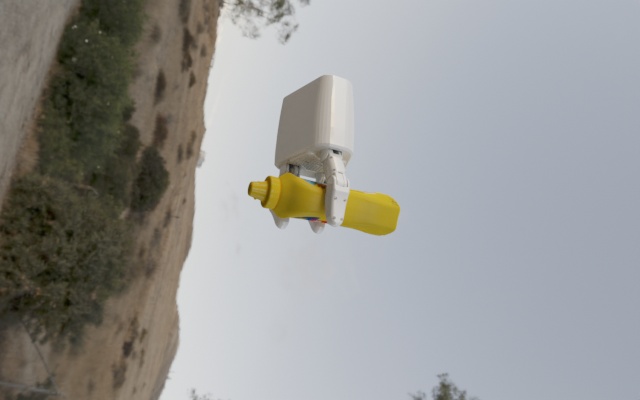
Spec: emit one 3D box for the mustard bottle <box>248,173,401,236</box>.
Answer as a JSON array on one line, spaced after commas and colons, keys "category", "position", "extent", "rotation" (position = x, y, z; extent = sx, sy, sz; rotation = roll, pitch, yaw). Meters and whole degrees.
[{"category": "mustard bottle", "position": [0.000, 0.002, 0.616], "extent": [0.191, 0.058, 0.096], "rotation": [12, 3, -24]}]
